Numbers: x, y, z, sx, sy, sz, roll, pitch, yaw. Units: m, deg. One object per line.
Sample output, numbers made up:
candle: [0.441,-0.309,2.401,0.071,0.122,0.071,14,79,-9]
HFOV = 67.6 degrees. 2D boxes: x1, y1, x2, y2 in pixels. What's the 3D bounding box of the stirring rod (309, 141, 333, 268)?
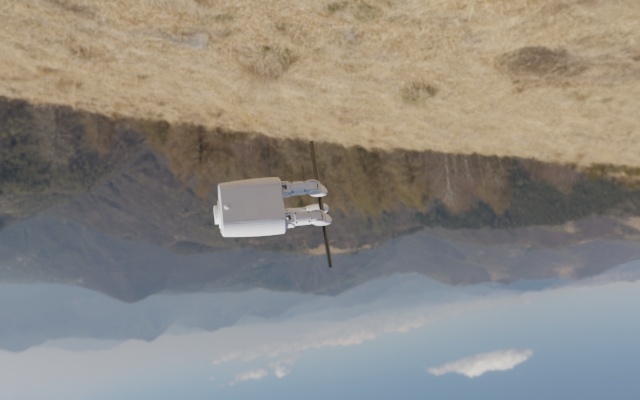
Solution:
stirring rod: [0.000,0.003,0.875,0.011,0.239,0.011,-8,-15,-2]
